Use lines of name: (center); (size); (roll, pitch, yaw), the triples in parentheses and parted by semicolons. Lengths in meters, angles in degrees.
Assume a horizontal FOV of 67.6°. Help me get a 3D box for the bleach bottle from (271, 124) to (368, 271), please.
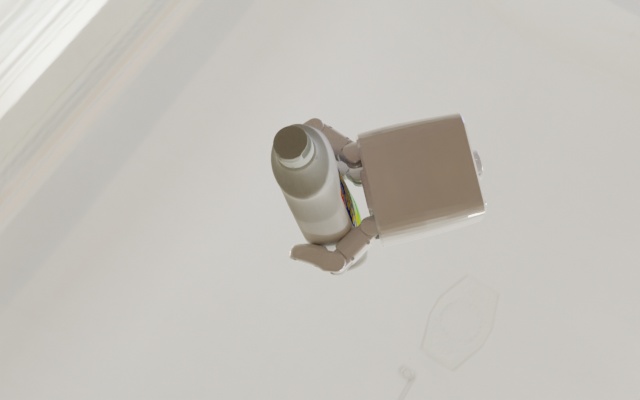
bleach bottle: (0.000, 0.002, 0.483); (0.068, 0.102, 0.251); (-13, -20, 6)
